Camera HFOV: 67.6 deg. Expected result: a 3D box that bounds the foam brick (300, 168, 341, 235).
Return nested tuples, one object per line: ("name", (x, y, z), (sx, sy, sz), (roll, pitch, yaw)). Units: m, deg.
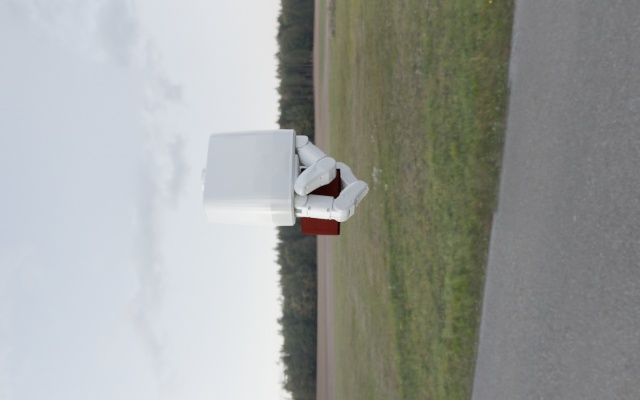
("foam brick", (0.000, 0.002, 0.617), (0.051, 0.053, 0.078), (0, -40, 0))
